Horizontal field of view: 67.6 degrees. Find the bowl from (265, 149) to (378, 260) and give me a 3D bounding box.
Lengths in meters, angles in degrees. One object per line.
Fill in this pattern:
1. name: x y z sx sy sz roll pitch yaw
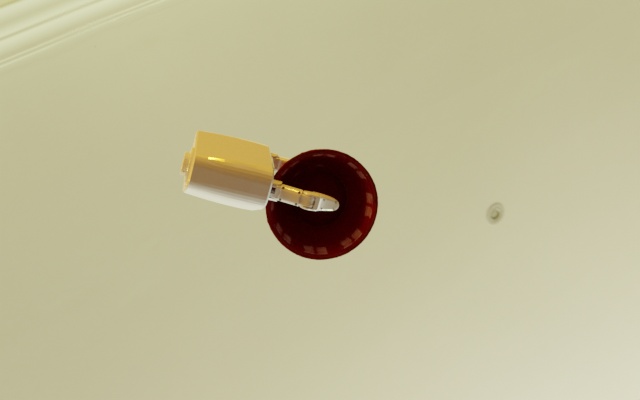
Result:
1. bowl: 0.001 0.003 0.700 0.162 0.162 0.055 0 12 -6
